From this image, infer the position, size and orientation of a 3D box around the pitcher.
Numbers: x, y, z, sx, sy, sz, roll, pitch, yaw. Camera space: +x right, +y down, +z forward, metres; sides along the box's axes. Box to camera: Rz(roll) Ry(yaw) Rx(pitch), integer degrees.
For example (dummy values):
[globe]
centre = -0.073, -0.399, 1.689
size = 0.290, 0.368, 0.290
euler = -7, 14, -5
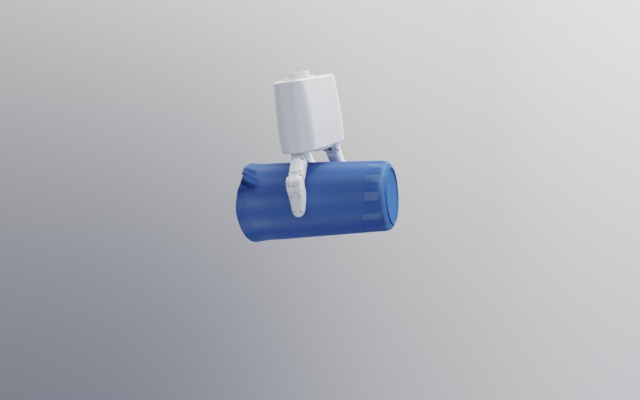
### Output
[pitcher]
centre = 0.000, 0.002, 0.775
size = 0.243, 0.145, 0.149
euler = -3, 15, 20
